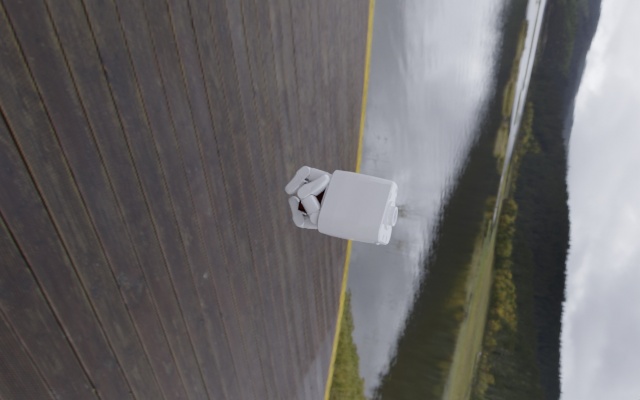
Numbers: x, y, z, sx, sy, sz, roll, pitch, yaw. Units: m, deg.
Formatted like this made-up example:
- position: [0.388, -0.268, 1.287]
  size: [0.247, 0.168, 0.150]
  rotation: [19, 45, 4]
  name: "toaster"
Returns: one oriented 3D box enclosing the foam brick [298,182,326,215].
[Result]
- position: [0.000, 0.003, 0.858]
  size: [0.051, 0.053, 0.078]
  rotation: [10, -6, 20]
  name: "foam brick"
